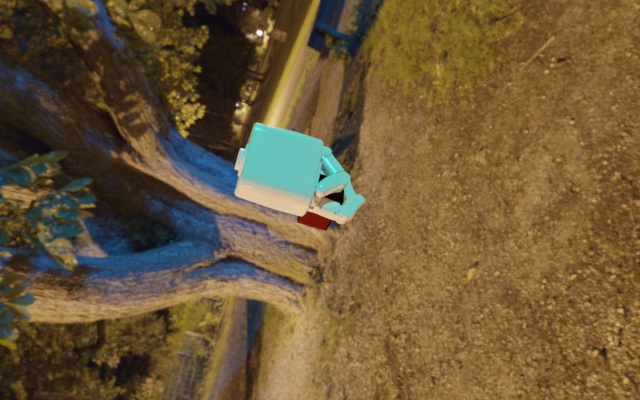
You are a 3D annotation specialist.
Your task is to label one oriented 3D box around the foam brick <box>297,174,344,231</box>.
[{"bbox_3d":[0.000,0.003,0.756,0.051,0.053,0.078,15,-37,-13],"label":"foam brick"}]
